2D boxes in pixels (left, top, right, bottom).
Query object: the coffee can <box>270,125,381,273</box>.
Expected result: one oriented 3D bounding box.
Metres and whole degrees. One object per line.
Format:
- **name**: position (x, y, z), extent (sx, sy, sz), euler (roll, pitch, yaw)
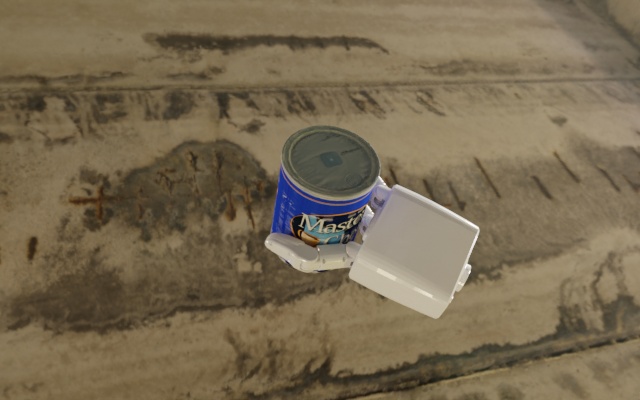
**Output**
- **coffee can**: position (0.000, 0.002, 0.537), extent (0.103, 0.102, 0.140), euler (0, -40, -12)
